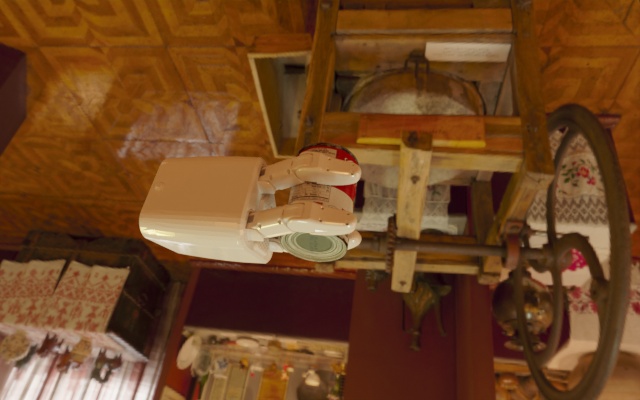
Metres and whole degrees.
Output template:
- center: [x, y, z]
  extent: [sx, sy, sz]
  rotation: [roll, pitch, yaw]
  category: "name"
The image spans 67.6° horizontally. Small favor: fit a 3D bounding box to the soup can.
- center: [0.001, 0.002, 0.481]
  extent: [0.068, 0.102, 0.069]
  rotation: [7, -34, 5]
  category: "soup can"
